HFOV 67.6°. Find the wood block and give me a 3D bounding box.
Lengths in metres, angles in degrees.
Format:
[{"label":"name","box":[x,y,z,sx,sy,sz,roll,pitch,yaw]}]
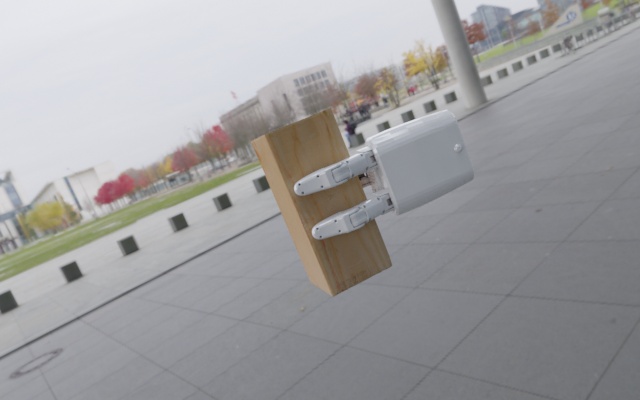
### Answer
[{"label":"wood block","box":[0.000,0.002,0.601,0.090,0.206,0.091,-25,9,-16]}]
